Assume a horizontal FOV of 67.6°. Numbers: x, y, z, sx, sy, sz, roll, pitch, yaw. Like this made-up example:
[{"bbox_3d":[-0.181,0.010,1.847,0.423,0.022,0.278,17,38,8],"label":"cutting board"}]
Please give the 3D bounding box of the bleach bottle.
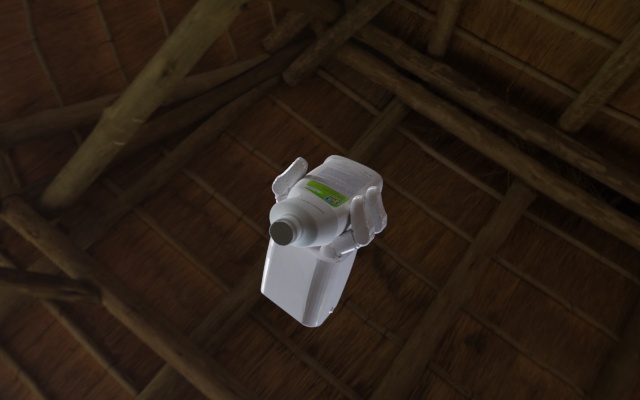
[{"bbox_3d":[0.000,0.002,0.617,0.102,0.068,0.250,23,22,17],"label":"bleach bottle"}]
